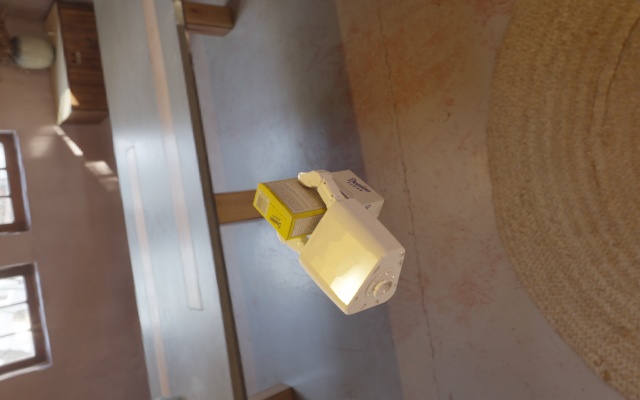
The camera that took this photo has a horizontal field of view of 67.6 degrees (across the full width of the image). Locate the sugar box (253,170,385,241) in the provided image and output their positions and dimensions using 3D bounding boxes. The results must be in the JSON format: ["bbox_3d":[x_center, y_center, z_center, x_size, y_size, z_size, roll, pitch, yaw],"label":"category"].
[{"bbox_3d":[0.000,0.003,0.709,0.176,0.048,0.093,-7,39,-39],"label":"sugar box"}]
